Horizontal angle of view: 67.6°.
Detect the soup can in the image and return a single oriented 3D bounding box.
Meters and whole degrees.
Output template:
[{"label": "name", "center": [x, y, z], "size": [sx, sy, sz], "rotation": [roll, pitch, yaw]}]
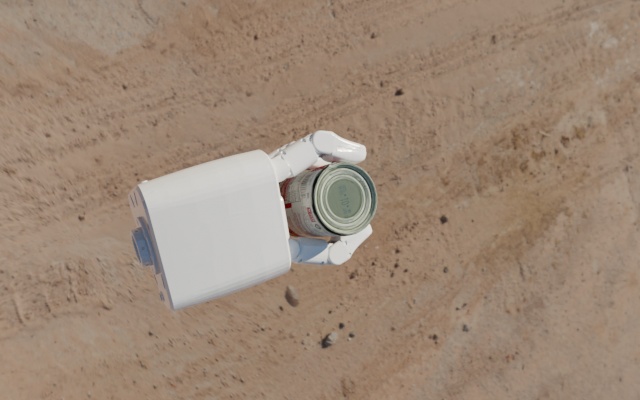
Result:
[{"label": "soup can", "center": [0.001, 0.001, 0.463], "size": [0.068, 0.068, 0.102], "rotation": [0, -4, -27]}]
